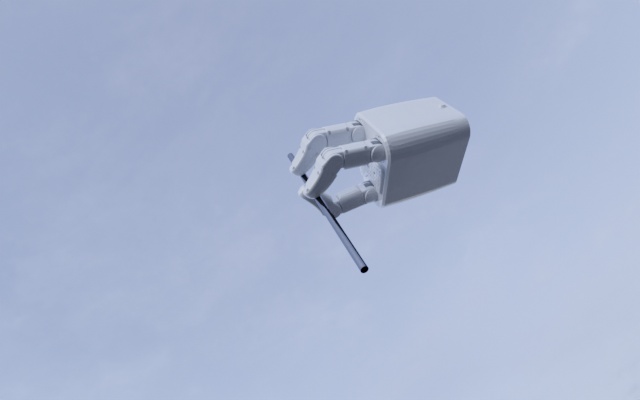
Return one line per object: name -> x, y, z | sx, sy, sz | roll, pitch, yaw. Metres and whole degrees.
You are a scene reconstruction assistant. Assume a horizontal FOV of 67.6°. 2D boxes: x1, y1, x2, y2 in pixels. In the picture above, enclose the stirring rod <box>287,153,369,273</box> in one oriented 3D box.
stirring rod -> 0.000, 0.002, 0.518 | 0.011, 0.011, 0.239 | 0, 30, -22
